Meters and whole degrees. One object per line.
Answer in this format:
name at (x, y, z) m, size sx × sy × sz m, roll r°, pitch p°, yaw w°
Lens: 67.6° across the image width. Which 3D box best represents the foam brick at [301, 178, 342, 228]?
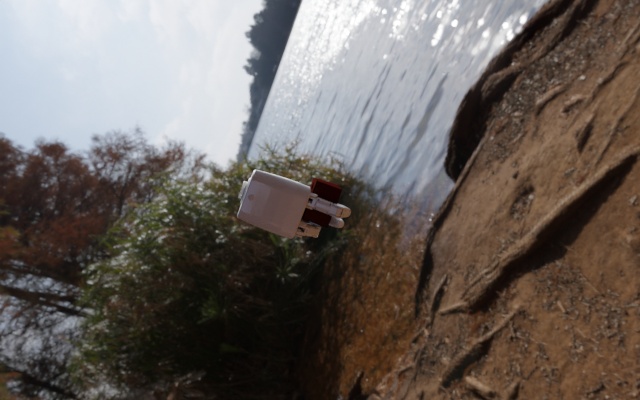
foam brick at (0.000, 0.003, 0.881) m, size 0.051 × 0.078 × 0.053 m, roll 20°, pitch 6°, yaw -9°
